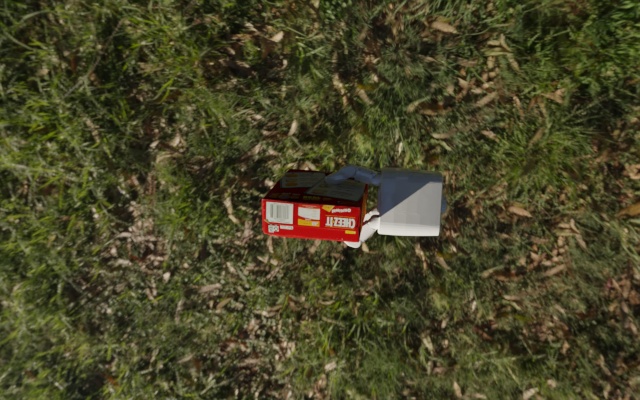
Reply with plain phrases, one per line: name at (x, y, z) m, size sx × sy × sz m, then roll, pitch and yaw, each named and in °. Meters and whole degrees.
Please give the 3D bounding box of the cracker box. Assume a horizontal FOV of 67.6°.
cracker box at (0.000, 0.003, 0.868) m, size 0.164 × 0.072 × 0.213 m, roll 4°, pitch 18°, yaw 8°
